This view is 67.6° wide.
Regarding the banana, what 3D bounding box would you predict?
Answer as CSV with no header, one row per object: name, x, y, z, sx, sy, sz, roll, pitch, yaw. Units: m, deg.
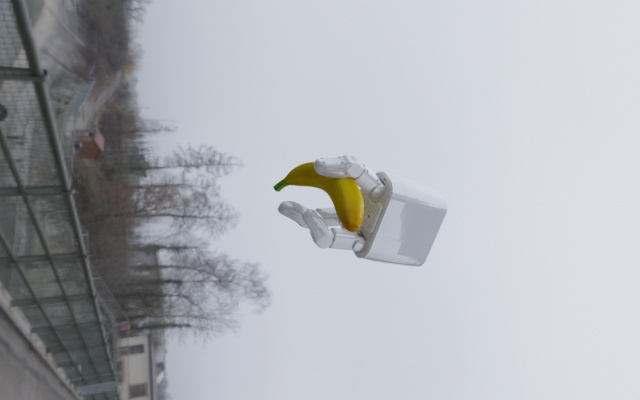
banana,0.008,-0.015,0.618,0.037,0.069,0.197,33,-4,-34
